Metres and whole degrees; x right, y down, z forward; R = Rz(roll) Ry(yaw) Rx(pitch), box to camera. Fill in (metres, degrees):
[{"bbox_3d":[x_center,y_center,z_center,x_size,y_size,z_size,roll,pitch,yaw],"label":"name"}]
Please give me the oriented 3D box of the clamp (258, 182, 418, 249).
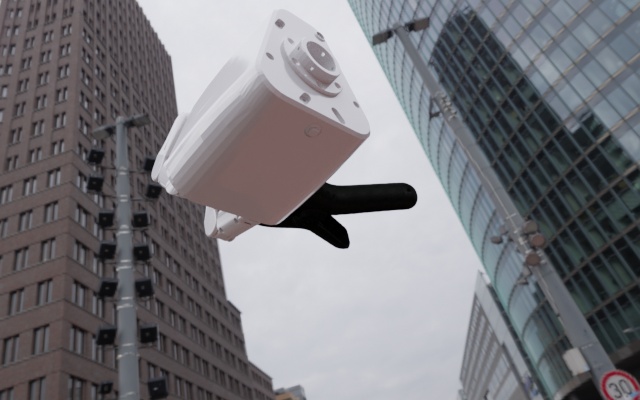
[{"bbox_3d":[0.000,0.001,0.429,0.171,0.039,0.120,16,-41,-39],"label":"clamp"}]
